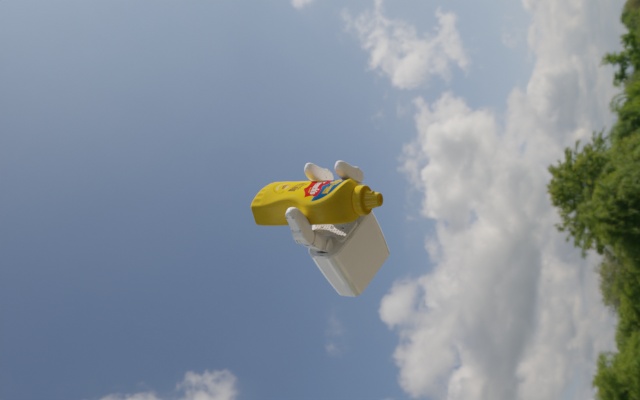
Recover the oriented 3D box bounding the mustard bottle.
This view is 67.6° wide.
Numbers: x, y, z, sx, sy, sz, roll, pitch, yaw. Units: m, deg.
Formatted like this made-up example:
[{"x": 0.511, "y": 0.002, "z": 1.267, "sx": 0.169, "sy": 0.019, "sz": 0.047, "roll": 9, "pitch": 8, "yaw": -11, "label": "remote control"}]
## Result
[{"x": 0.000, "y": 0.002, "z": 0.686, "sx": 0.191, "sy": 0.058, "sz": 0.096, "roll": -2, "pitch": 21, "yaw": 33, "label": "mustard bottle"}]
